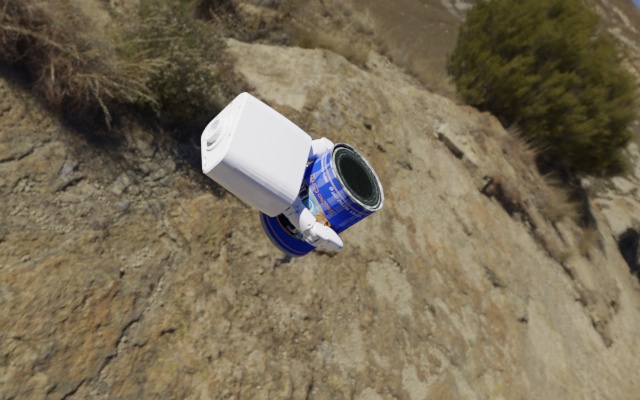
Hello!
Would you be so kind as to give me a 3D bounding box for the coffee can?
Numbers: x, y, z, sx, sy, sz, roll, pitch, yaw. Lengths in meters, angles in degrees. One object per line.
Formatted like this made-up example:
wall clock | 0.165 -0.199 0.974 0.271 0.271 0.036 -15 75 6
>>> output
coffee can | 0.000 0.002 0.651 0.140 0.102 0.103 -34 -19 31
